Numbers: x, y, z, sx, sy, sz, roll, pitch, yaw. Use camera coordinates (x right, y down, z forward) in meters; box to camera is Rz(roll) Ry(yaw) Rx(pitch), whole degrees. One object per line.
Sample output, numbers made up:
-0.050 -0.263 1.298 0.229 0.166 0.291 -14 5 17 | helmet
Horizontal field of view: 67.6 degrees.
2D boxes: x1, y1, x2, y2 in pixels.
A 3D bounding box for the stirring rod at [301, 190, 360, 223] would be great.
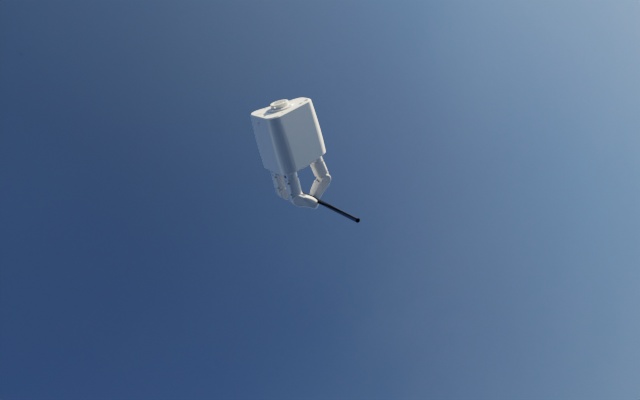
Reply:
0.000 0.003 0.887 0.011 0.011 0.239 0 14 -32 | stirring rod
